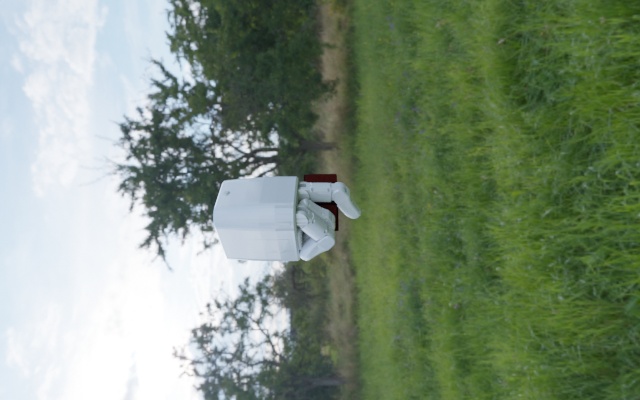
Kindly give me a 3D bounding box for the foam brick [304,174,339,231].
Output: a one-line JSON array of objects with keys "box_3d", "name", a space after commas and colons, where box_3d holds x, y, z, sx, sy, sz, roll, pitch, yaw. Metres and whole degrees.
[{"box_3d": [0.000, 0.002, 0.706, 0.051, 0.053, 0.078, -1, 36, 1], "name": "foam brick"}]
